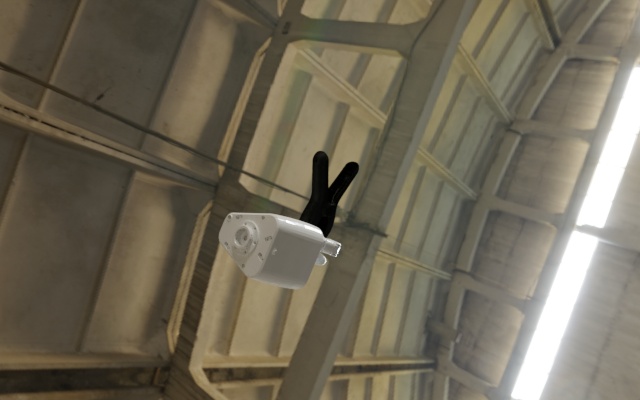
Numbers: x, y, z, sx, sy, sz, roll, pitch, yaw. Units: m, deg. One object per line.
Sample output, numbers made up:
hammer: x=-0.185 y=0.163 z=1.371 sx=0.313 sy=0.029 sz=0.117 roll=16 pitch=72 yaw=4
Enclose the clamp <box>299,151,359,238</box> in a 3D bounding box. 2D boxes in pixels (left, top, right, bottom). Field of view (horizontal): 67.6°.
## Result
clamp: x=0.000 y=0.002 z=0.755 sx=0.039 sy=0.171 sz=0.120 roll=20 pitch=-3 yaw=37
